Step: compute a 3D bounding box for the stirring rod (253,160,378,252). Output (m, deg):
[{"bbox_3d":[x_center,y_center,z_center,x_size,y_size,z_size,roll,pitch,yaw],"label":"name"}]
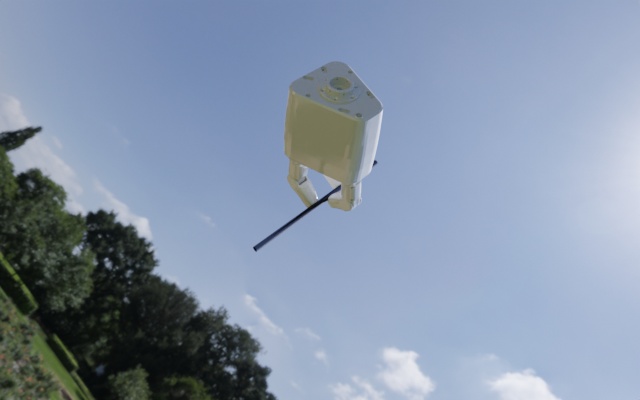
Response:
[{"bbox_3d":[0.000,0.002,0.678,0.239,0.011,0.011,-36,19,-29],"label":"stirring rod"}]
